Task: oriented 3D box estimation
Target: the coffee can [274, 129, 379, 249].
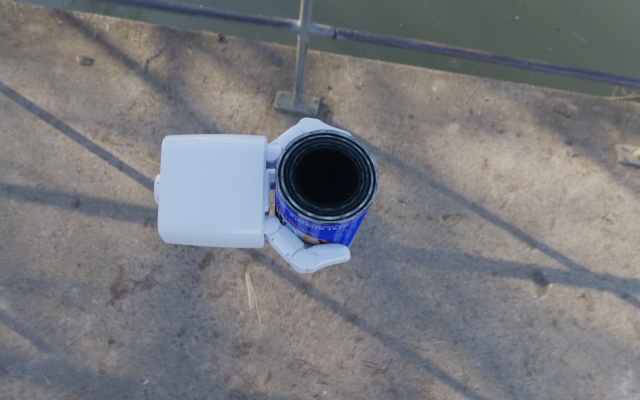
[{"bbox_3d":[0.000,0.002,0.526,0.103,0.102,0.140,0,-23,-6],"label":"coffee can"}]
